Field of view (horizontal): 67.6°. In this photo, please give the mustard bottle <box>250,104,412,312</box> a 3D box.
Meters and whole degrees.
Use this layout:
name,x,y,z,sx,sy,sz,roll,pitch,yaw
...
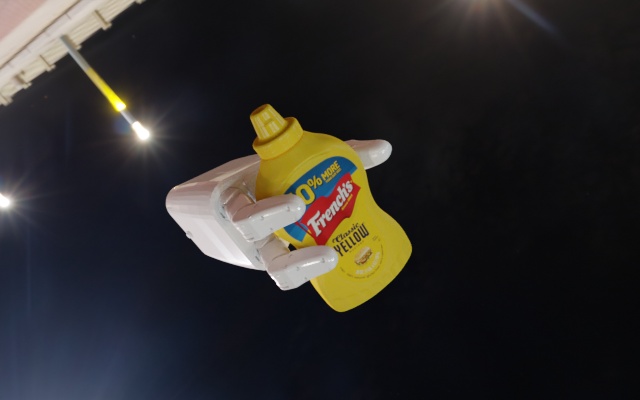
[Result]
name,x,y,z,sx,sy,sz,roll,pitch,yaw
mustard bottle,0.000,0.002,0.411,0.096,0.192,0.058,-38,27,-8
